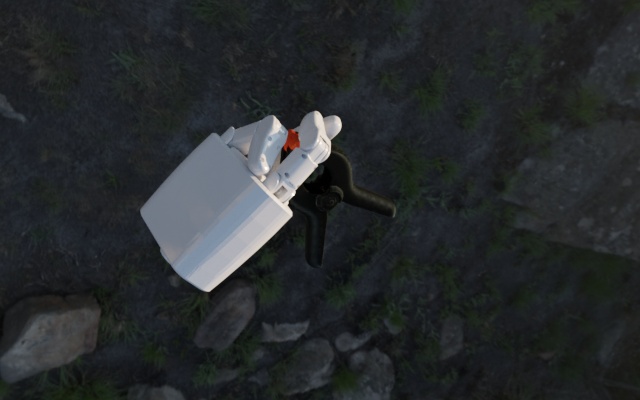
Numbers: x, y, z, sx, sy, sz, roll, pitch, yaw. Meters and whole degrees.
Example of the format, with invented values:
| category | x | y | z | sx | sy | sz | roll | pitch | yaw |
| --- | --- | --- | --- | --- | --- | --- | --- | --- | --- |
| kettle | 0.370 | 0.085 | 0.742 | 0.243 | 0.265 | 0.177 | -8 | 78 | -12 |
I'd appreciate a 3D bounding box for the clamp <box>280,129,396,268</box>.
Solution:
| category | x | y | z | sx | sy | sz | roll | pitch | yaw |
| --- | --- | --- | --- | --- | --- | --- | --- | --- | --- |
| clamp | 0.000 | 0.002 | 0.511 | 0.171 | 0.120 | 0.039 | 46 | -1 | -37 |
